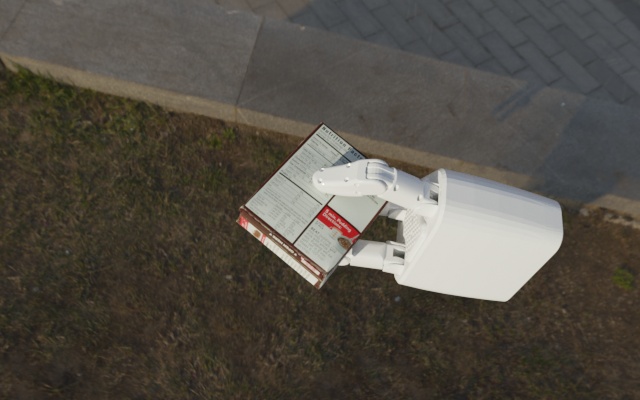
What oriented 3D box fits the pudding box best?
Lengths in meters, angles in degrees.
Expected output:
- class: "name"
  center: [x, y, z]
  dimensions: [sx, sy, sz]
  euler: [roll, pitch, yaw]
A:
- class: "pudding box"
  center: [0.000, 0.001, 0.401]
  dimensions: [0.090, 0.113, 0.039]
  euler: [39, -28, 6]
